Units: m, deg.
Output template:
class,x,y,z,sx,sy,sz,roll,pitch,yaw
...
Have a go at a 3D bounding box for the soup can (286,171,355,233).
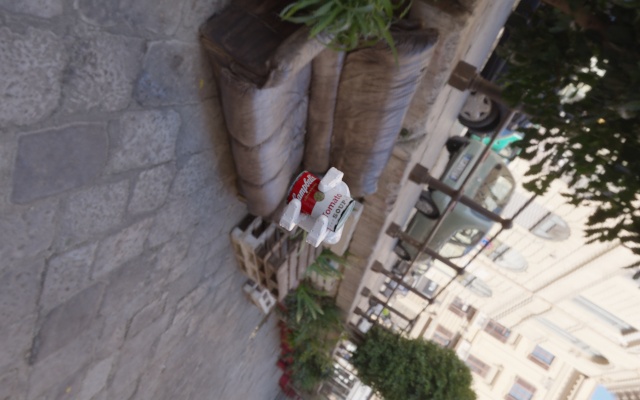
class,x,y,z,sx,sy,sz,roll,pitch,yaw
soup can,0.000,0.003,0.829,0.102,0.068,0.068,31,7,12
